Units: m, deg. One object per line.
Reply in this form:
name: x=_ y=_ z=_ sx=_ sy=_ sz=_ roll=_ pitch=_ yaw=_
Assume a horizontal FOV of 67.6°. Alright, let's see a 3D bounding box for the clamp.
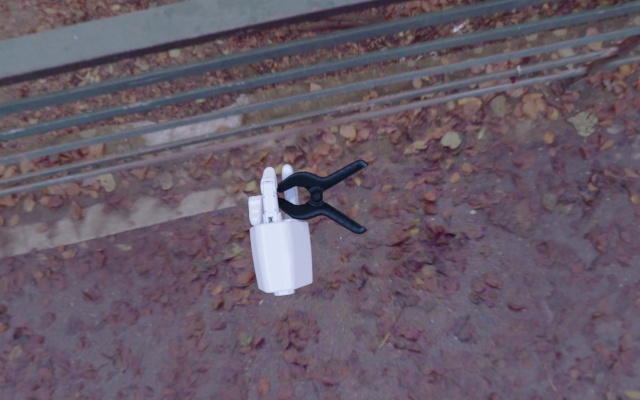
clamp: x=0.000 y=0.002 z=0.779 sx=0.171 sy=0.120 sz=0.039 roll=-7 pitch=-5 yaw=2
